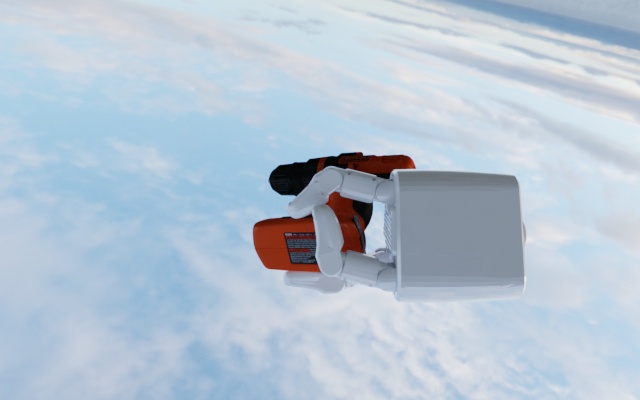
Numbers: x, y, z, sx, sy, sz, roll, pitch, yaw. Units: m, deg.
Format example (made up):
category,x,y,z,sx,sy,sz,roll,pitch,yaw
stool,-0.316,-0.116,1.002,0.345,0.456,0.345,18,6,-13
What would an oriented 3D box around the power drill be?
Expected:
category,x,y,z,sx,sy,sz,roll,pitch,yaw
power drill,0.000,0.002,0.516,0.184,0.057,0.187,-3,27,23
